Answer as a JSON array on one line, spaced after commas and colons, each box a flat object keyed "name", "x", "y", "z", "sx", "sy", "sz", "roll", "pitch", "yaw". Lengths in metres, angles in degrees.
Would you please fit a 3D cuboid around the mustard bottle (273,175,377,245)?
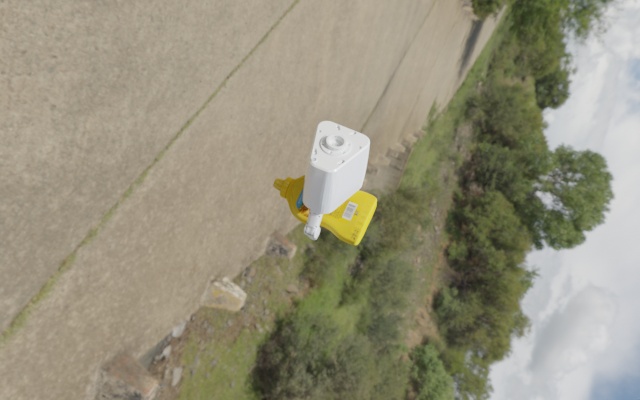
[{"name": "mustard bottle", "x": 0.000, "y": 0.003, "z": 0.881, "sx": 0.191, "sy": 0.096, "sz": 0.058, "roll": 24, "pitch": -14, "yaw": 12}]
